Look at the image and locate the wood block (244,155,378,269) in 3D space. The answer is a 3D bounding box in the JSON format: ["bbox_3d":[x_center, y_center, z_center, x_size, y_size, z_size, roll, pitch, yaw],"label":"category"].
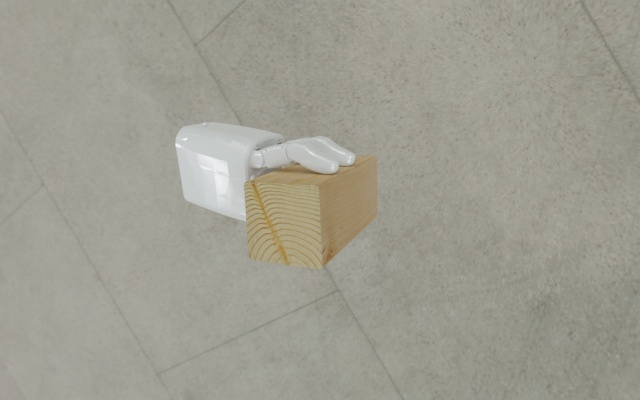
[{"bbox_3d":[0.000,0.002,0.587,0.090,0.091,0.206,4,15,22],"label":"wood block"}]
